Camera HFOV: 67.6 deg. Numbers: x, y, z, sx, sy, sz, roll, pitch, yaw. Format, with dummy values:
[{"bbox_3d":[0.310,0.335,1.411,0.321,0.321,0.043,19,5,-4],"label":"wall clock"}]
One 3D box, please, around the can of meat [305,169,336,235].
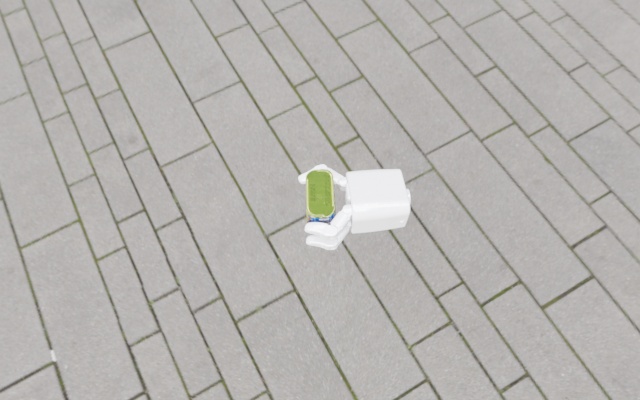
[{"bbox_3d":[0.000,0.003,0.893,0.057,0.102,0.084,-3,-25,0],"label":"can of meat"}]
